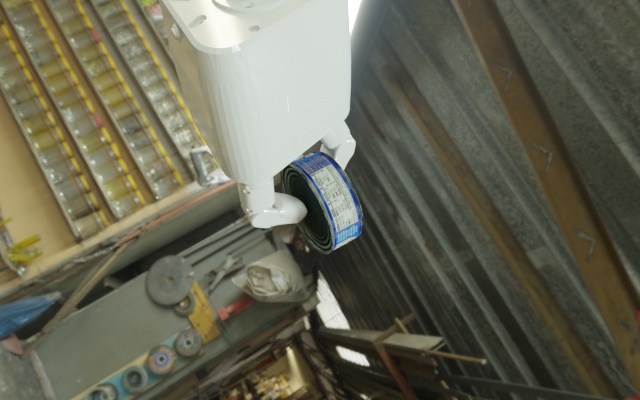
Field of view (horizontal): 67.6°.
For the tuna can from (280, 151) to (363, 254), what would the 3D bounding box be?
[{"bbox_3d":[0.001,0.001,0.416,0.033,0.086,0.086,-26,10,-20],"label":"tuna can"}]
